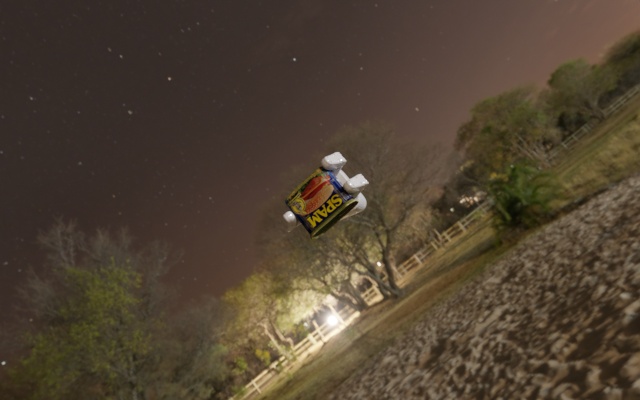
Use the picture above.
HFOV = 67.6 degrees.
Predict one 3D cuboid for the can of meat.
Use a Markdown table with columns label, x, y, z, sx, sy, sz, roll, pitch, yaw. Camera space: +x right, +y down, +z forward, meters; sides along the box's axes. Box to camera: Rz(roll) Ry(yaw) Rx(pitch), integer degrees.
| label | x | y | z | sx | sy | sz | roll | pitch | yaw |
| --- | --- | --- | --- | --- | --- | --- | --- | --- | --- |
| can of meat | 0.000 | 0.003 | 0.827 | 0.102 | 0.084 | 0.057 | -41 | -13 | 10 |
